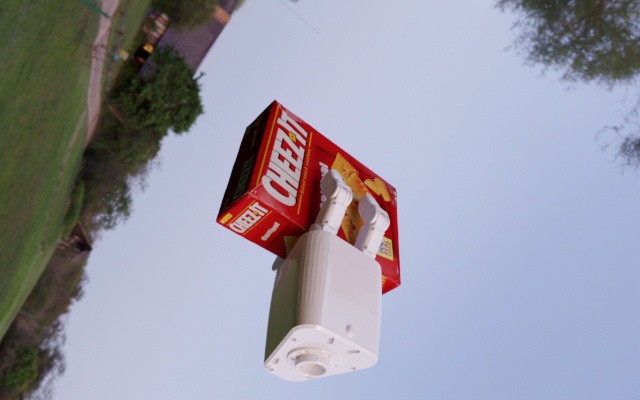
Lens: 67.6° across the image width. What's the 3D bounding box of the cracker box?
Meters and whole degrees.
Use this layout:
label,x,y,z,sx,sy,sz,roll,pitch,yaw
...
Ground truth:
label,x,y,z,sx,sy,sz,roll,pitch,yaw
cracker box,0.000,0.002,0.571,0.214,0.164,0.072,34,-50,-25
